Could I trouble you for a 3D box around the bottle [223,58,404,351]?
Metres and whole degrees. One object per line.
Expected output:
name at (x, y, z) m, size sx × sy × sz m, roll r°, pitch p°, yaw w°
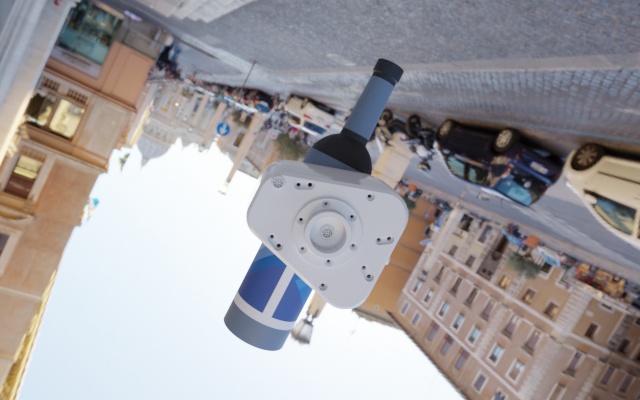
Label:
bottle at (0.000, 0.002, 0.466) m, size 0.069 × 0.296 × 0.069 m, roll 27°, pitch 5°, yaw -2°
